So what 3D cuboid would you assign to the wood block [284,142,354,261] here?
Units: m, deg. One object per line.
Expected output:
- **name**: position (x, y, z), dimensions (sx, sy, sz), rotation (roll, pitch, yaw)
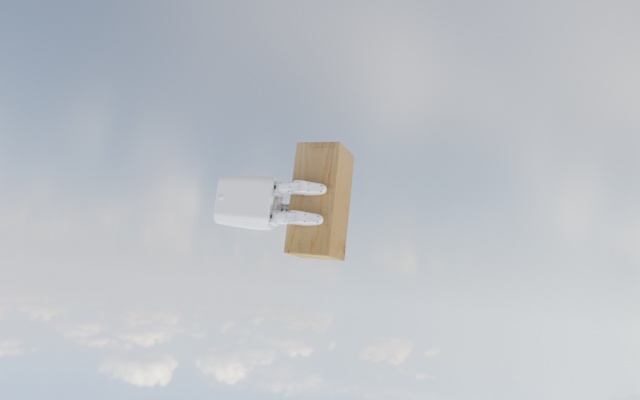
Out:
- **wood block**: position (0.000, 0.003, 0.891), dimensions (0.090, 0.206, 0.091), rotation (2, -12, 21)
